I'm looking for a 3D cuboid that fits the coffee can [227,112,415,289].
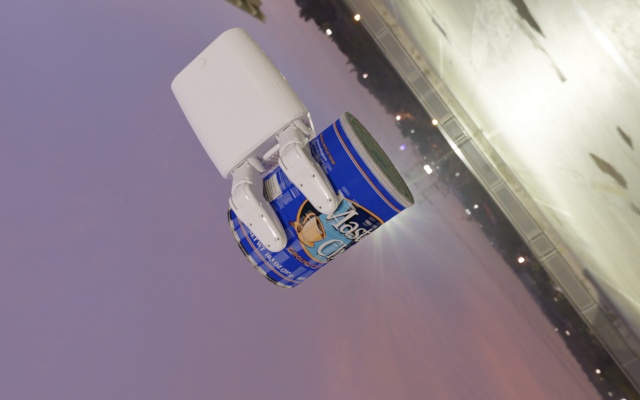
[{"bbox_3d":[0.000,0.002,0.444,0.140,0.103,0.103,-37,-11,15],"label":"coffee can"}]
